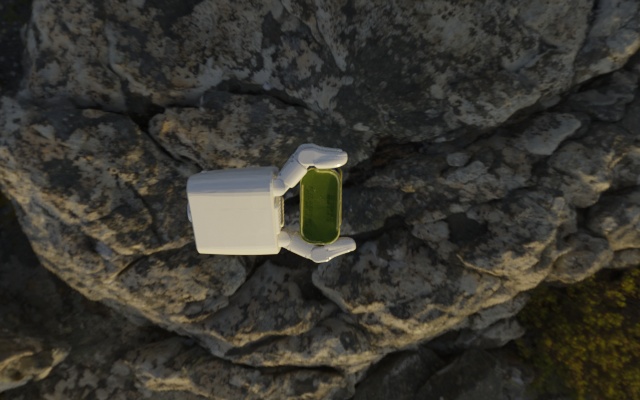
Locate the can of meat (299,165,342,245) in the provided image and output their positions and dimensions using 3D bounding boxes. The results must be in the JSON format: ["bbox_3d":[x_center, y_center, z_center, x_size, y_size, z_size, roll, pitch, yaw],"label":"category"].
[{"bbox_3d":[0.000,0.002,0.629,0.057,0.102,0.084,1,9,1],"label":"can of meat"}]
